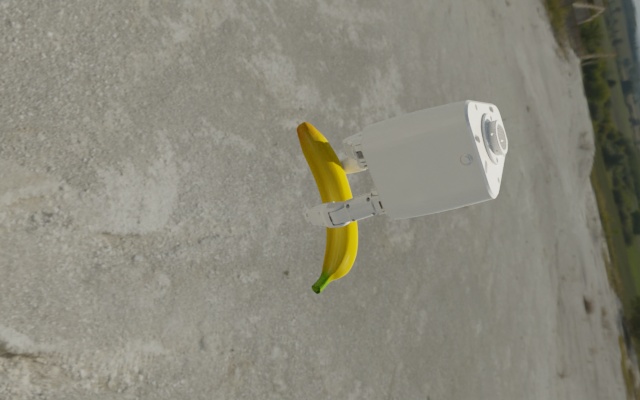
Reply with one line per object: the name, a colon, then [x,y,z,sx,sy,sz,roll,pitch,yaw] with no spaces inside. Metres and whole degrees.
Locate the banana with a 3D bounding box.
banana: [0.012,0.005,0.563,0.037,0.198,0.069,-12,-8,37]
